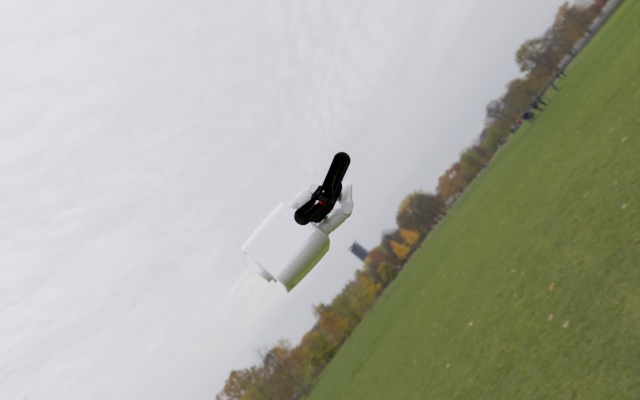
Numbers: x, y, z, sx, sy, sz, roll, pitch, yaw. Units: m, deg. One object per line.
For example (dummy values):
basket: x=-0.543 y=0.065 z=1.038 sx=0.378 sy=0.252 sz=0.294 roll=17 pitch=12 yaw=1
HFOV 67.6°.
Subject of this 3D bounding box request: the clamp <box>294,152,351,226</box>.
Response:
clamp: x=0.000 y=0.002 z=0.731 sx=0.039 sy=0.120 sz=0.171 roll=39 pitch=-15 yaw=12
